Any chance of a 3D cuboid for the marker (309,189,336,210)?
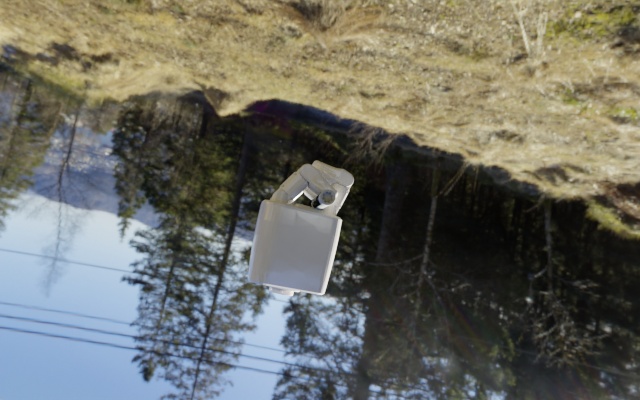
[{"bbox_3d":[0.000,0.002,0.612,0.020,0.020,0.121,0,-5,-8],"label":"marker"}]
